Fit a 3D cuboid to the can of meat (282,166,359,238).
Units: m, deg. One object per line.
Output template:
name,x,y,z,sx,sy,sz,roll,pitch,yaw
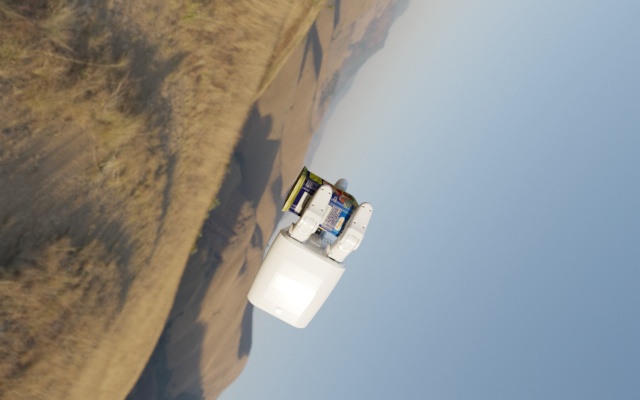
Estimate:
can of meat,0.000,0.002,0.640,0.084,0.057,0.102,29,8,-6
